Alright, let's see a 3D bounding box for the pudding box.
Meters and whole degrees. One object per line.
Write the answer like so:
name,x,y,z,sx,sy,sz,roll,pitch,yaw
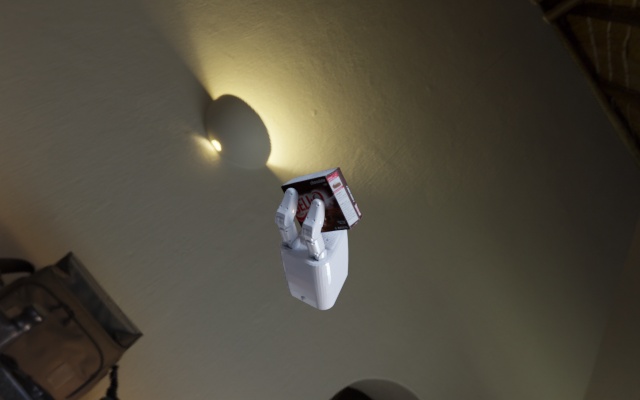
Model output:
pudding box,0.000,0.002,0.736,0.113,0.090,0.039,-12,20,47
